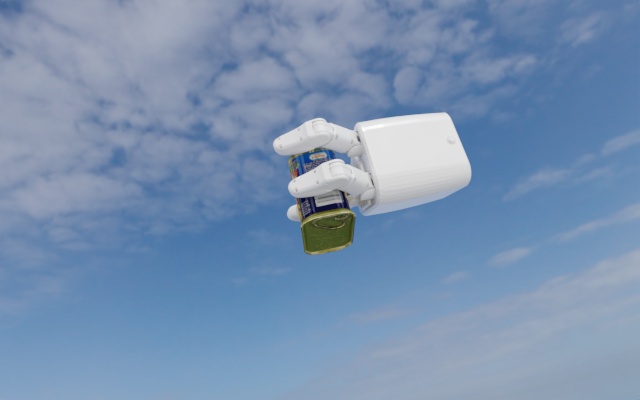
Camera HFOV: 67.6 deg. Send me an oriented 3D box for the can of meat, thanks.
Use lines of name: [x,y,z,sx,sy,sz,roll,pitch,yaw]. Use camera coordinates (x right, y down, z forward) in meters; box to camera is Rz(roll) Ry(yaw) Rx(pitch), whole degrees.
can of meat: [0.000,0.002,0.530,0.057,0.084,0.102,-12,-26,-4]
